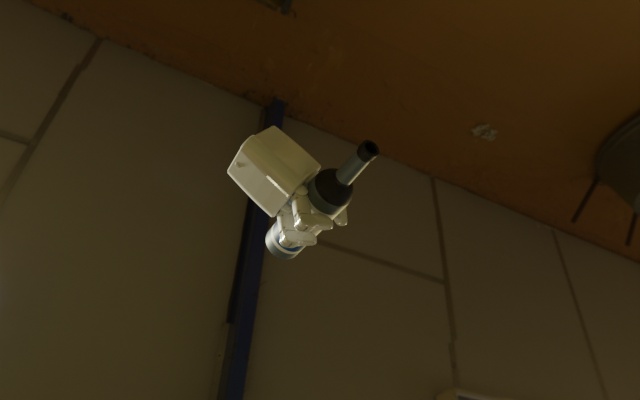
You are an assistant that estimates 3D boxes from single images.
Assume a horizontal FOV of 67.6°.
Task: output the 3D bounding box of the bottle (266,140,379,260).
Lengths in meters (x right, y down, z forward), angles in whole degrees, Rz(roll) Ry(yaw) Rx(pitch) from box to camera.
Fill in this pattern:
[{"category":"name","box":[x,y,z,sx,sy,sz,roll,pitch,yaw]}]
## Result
[{"category":"bottle","box":[0.000,0.003,0.752,0.069,0.069,0.296,0,-30,-32]}]
